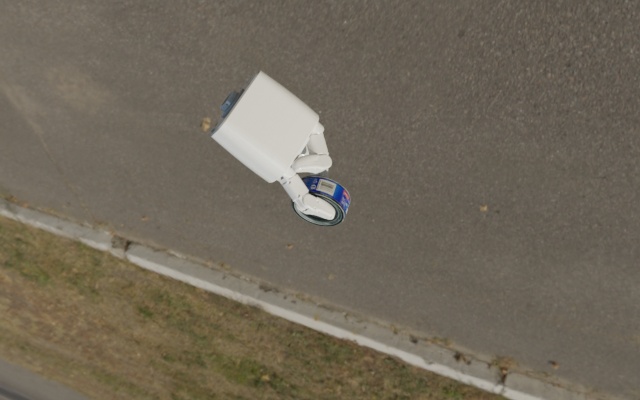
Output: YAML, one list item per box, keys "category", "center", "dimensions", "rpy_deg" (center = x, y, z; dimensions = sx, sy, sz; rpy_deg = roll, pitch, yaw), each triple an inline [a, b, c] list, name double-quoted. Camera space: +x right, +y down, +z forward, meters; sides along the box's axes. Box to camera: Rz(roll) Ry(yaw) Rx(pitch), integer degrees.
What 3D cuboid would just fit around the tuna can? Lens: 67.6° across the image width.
- category: "tuna can"
  center: [0.000, 0.003, 0.716]
  dimensions: [0.086, 0.033, 0.086]
  rpy_deg: [13, -35, 9]
